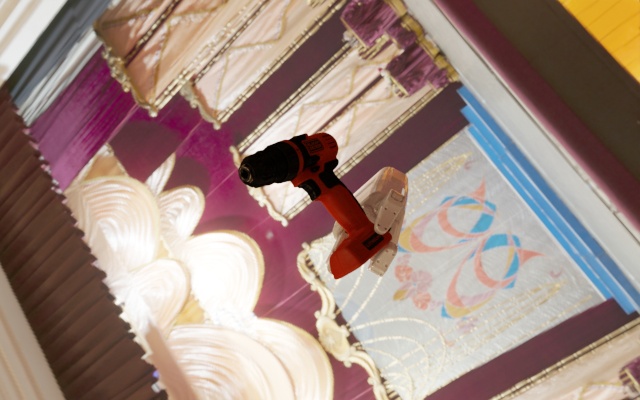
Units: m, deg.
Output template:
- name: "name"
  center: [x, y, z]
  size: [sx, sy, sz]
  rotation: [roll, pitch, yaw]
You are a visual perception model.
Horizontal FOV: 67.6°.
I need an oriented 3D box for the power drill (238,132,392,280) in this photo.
- name: "power drill"
  center: [0.000, 0.002, 0.608]
  size: [0.057, 0.187, 0.184]
  rotation: [-35, -5, 38]
